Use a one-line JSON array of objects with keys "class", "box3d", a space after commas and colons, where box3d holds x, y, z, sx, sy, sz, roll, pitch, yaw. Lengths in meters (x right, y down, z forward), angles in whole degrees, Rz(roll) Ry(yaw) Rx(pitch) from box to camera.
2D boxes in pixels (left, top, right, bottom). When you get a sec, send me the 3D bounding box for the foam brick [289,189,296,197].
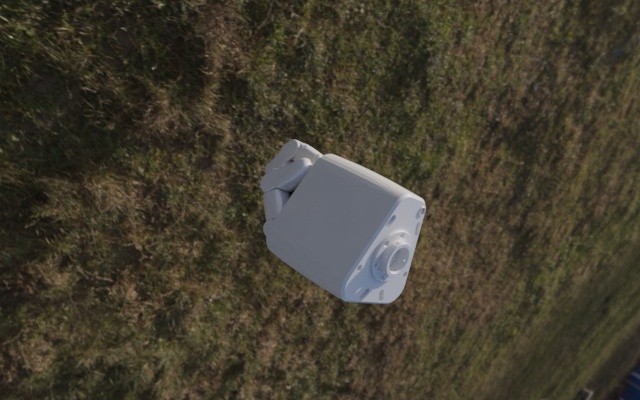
[{"class": "foam brick", "box3d": [0.000, 0.002, 0.528, 0.078, 0.053, 0.051, 16, 9, -47]}]
